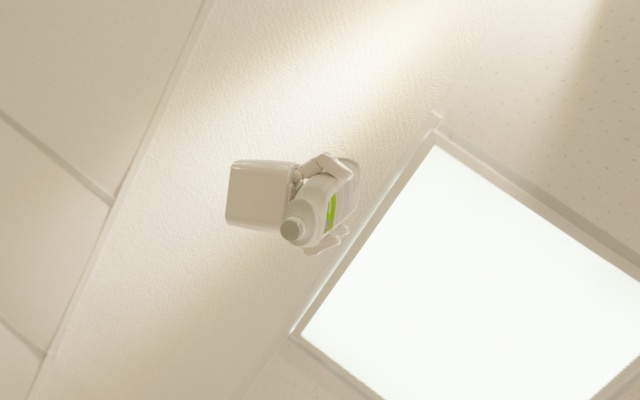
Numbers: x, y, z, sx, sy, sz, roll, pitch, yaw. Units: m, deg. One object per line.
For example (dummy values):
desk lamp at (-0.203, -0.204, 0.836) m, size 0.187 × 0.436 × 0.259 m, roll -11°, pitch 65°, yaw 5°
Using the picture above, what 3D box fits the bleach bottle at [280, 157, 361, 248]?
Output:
bleach bottle at (0.000, 0.002, 0.729) m, size 0.068 × 0.102 × 0.250 m, roll 6°, pitch 15°, yaw 17°
